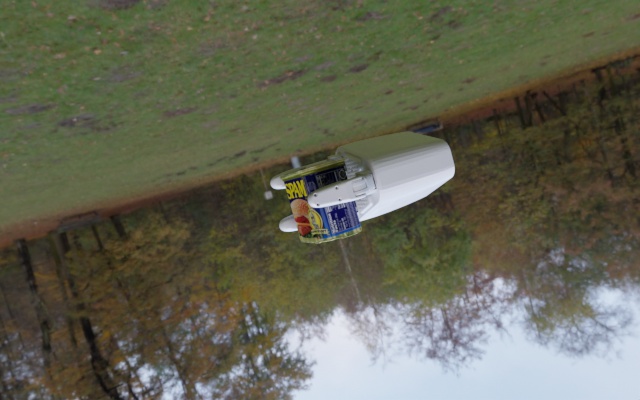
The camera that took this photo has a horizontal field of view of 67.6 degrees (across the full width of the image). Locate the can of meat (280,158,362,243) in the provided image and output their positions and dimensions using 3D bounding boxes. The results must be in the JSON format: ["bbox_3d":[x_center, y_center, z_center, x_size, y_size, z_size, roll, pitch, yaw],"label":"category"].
[{"bbox_3d":[0.000,0.002,0.555,0.057,0.084,0.102,-17,4,-21],"label":"can of meat"}]
